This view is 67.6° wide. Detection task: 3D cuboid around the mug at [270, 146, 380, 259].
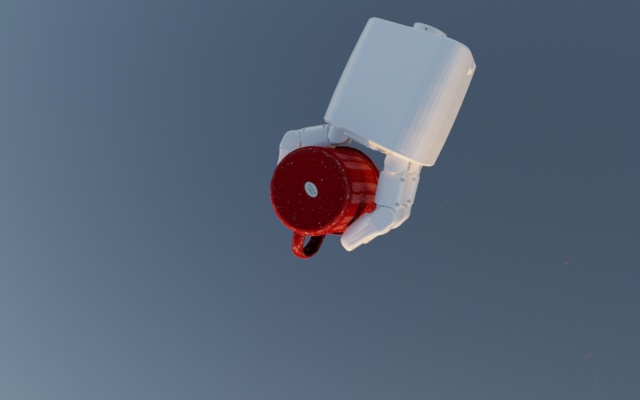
[{"bbox_3d":[-0.001,0.003,0.462,0.093,0.117,0.081,26,11,21],"label":"mug"}]
